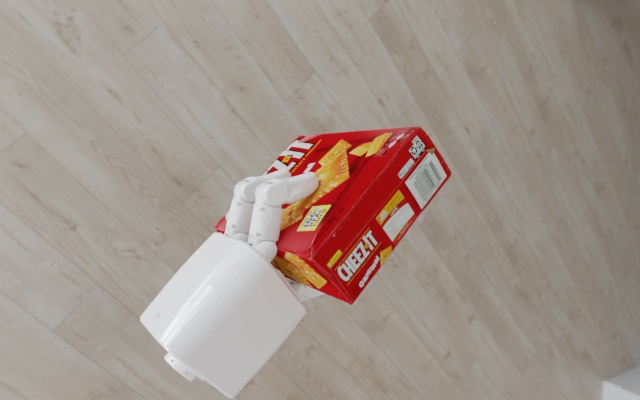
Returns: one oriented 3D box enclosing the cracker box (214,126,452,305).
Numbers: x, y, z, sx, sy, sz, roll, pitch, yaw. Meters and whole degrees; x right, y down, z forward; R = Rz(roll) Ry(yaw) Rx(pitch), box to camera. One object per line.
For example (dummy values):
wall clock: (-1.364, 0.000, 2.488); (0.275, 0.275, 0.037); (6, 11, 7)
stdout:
cracker box: (0.000, 0.002, 0.497); (0.072, 0.164, 0.213); (51, -23, -26)
